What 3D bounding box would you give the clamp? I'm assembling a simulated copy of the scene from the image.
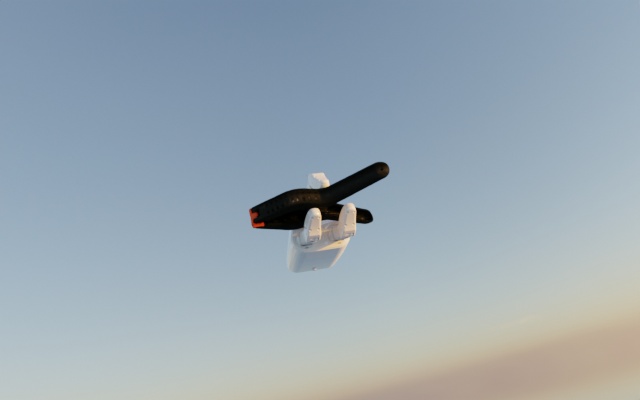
[{"bbox_3d":[-0.001,0.002,0.715,0.210,0.036,0.165,-7,-30,-15],"label":"clamp"}]
